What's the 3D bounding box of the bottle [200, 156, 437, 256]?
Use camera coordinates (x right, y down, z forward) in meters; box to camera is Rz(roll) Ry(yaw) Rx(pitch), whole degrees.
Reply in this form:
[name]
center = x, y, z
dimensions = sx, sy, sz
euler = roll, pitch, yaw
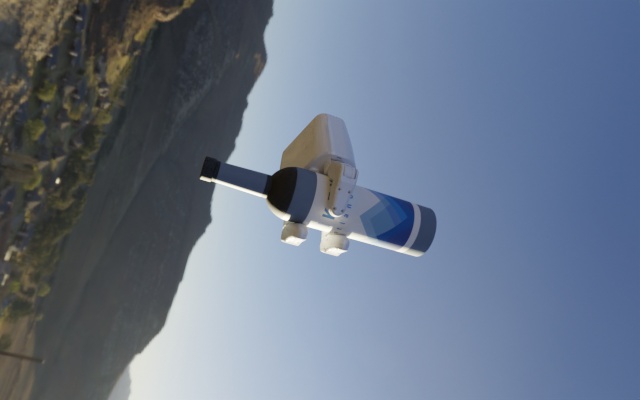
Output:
[bottle]
center = 0.000, 0.002, 0.590
dimensions = 0.296, 0.069, 0.069
euler = 16, -5, -17
